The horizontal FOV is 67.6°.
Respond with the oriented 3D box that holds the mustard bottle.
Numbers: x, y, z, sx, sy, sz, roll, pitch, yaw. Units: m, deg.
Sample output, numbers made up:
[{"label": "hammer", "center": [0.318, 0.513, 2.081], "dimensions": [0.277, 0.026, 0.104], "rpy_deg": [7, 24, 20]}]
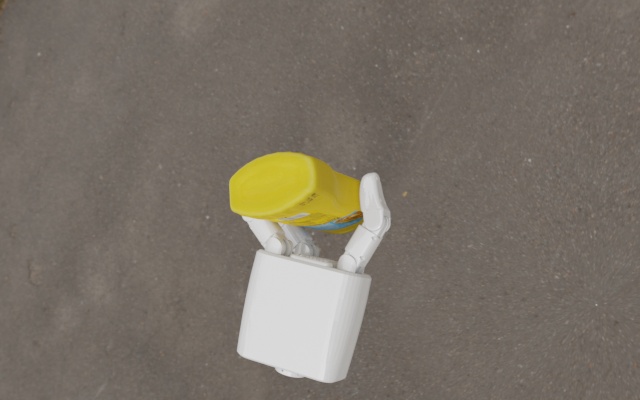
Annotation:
[{"label": "mustard bottle", "center": [0.000, 0.001, 0.501], "dimensions": [0.096, 0.058, 0.192], "rpy_deg": [-15, -17, 27]}]
